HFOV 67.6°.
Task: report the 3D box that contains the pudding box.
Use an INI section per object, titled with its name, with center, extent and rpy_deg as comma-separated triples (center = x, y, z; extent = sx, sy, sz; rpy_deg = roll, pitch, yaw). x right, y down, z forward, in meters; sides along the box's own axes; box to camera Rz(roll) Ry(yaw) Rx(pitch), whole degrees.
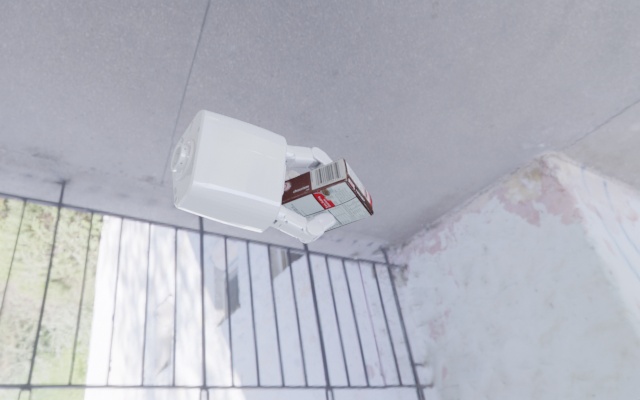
[pudding box]
center = 0.000, 0.002, 0.617
extent = 0.113, 0.039, 0.090
rpy_deg = -19, -38, 19
